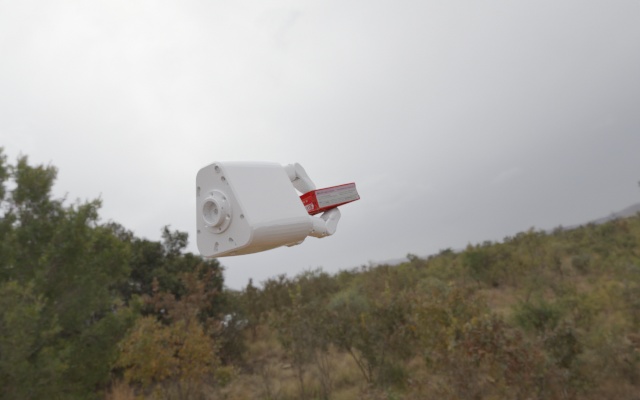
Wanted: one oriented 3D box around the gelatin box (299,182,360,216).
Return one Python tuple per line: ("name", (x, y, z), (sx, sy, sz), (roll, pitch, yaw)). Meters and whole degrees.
("gelatin box", (0.000, 0.002, 0.684), (0.089, 0.030, 0.073), (-14, -5, -44))
